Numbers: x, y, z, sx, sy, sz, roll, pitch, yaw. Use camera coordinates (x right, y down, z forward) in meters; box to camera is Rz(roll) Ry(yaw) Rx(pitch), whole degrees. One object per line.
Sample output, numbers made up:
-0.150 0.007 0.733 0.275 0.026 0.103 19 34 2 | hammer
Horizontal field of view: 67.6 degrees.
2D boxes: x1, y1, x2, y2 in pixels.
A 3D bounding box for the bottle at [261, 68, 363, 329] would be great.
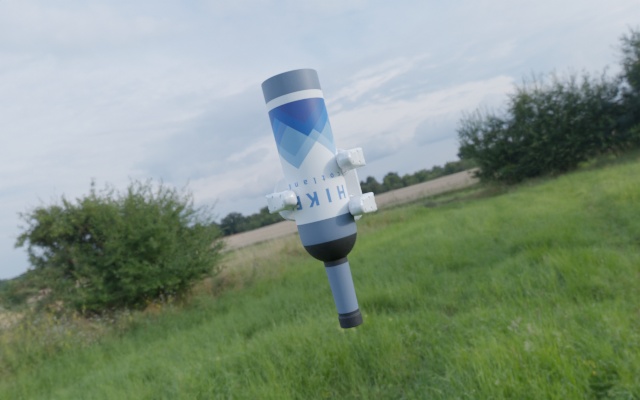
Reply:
0.000 0.002 0.553 0.069 0.295 0.069 -14 1 0 | bottle
